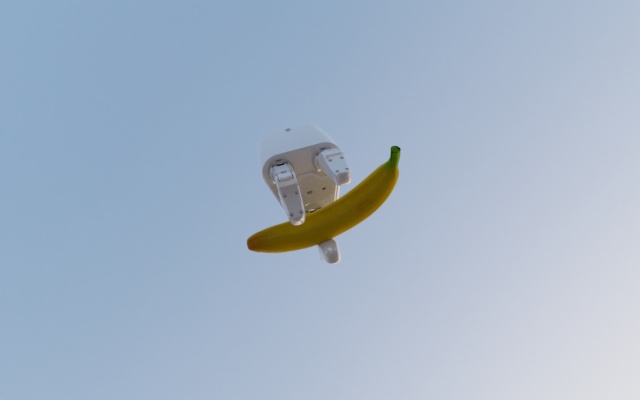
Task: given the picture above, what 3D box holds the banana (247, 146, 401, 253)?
[{"bbox_3d":[0.012,0.011,0.535,0.198,0.070,0.037,-34,37,8],"label":"banana"}]
